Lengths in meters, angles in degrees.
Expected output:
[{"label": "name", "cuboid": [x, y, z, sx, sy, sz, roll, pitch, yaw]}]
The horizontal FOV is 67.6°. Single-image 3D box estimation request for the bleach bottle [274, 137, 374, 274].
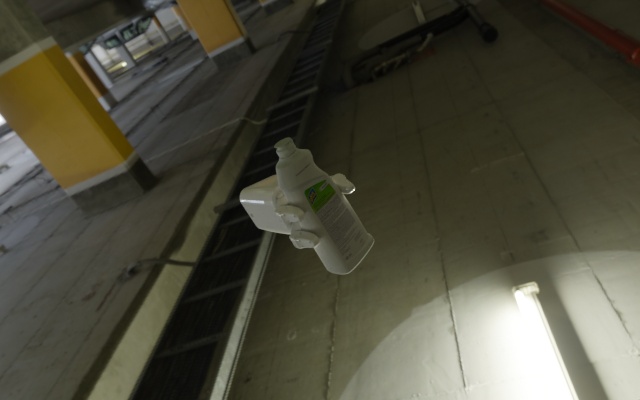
[{"label": "bleach bottle", "cuboid": [0.000, 0.003, 0.801, 0.068, 0.251, 0.102, 1, 40, 45]}]
